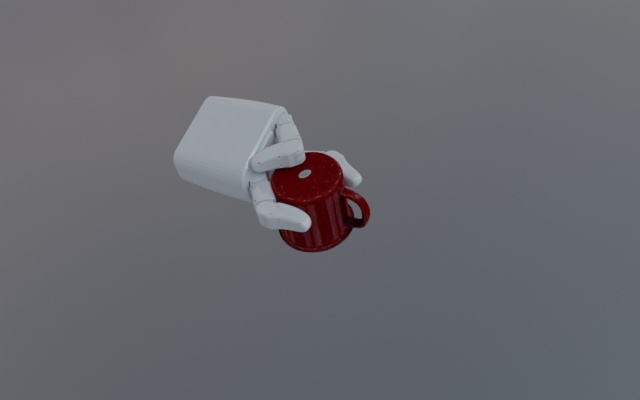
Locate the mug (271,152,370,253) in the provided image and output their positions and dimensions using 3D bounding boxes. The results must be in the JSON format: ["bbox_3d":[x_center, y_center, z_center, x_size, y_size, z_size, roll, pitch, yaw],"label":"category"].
[{"bbox_3d":[0.001,0.002,0.543,0.117,0.093,0.082,15,-38,23],"label":"mug"}]
